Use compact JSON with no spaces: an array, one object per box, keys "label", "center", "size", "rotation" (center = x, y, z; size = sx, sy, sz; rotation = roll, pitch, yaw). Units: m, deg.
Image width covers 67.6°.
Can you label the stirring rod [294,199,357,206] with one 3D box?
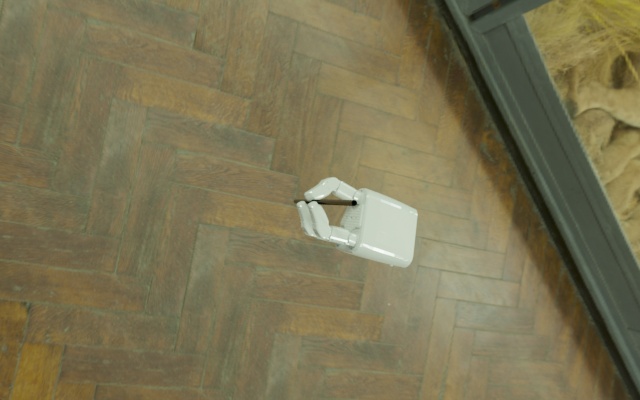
[{"label":"stirring rod","center":[0.000,0.002,0.730],"size":[0.011,0.011,0.239],"rotation":[0,0,-21]}]
